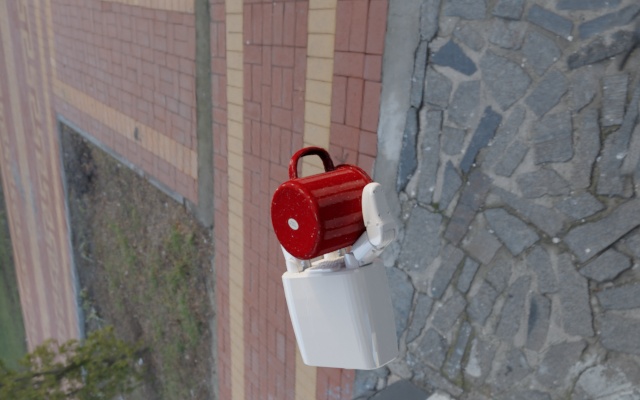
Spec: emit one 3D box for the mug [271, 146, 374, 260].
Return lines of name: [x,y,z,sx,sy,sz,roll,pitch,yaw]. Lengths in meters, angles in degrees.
mug: [0.000,0.000,0.494,0.081,0.117,0.093,-15,2,-39]
